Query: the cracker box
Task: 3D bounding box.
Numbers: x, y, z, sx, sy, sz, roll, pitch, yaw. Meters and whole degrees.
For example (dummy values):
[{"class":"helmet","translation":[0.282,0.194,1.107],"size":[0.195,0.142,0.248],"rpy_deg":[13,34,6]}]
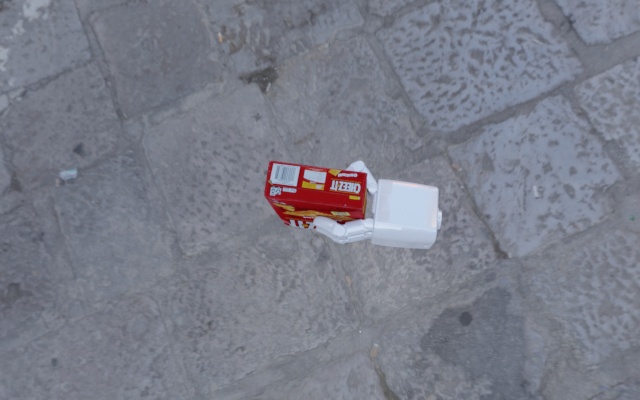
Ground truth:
[{"class":"cracker box","translation":[0.000,0.003,0.860],"size":[0.164,0.072,0.214],"rpy_deg":[7,-15,7]}]
